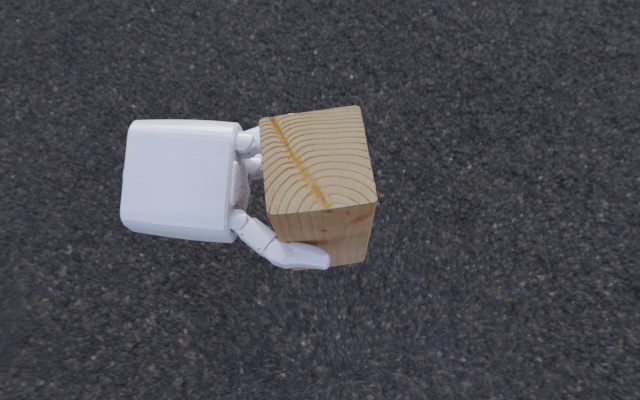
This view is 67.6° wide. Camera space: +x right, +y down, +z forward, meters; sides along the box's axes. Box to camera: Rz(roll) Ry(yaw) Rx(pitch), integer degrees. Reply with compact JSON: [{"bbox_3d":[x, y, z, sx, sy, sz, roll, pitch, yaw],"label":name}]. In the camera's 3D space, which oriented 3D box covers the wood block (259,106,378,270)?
[{"bbox_3d":[0.000,0.002,0.484,0.090,0.090,0.206,-7,-20,0],"label":"wood block"}]
